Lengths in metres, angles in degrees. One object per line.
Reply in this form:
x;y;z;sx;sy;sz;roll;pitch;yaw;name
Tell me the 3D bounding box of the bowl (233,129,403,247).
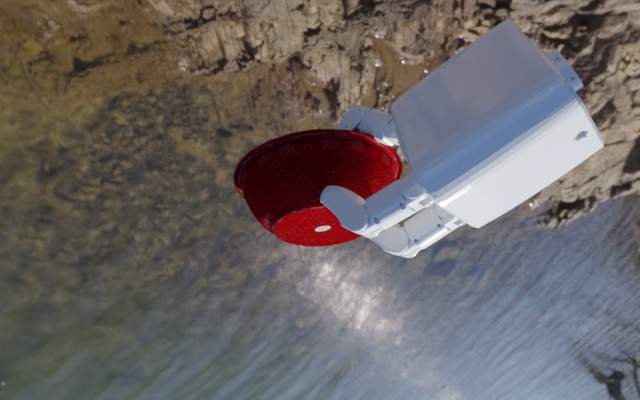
-0.001;0.002;0.448;0.162;0.055;0.162;-4;-27;-2;bowl
